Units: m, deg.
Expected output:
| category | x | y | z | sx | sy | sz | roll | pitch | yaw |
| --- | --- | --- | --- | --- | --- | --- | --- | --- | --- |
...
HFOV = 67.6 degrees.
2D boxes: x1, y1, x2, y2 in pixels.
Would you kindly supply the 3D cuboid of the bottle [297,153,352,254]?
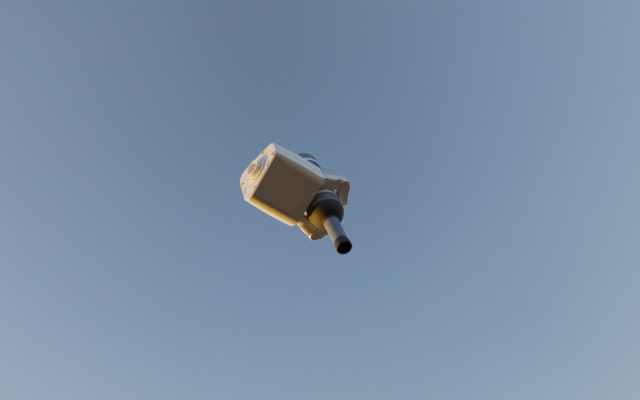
| category | x | y | z | sx | sy | sz | roll | pitch | yaw |
| --- | --- | --- | --- | --- | --- | --- | --- | --- | --- |
| bottle | 0.000 | 0.003 | 0.898 | 0.069 | 0.069 | 0.295 | 0 | 30 | -18 |
